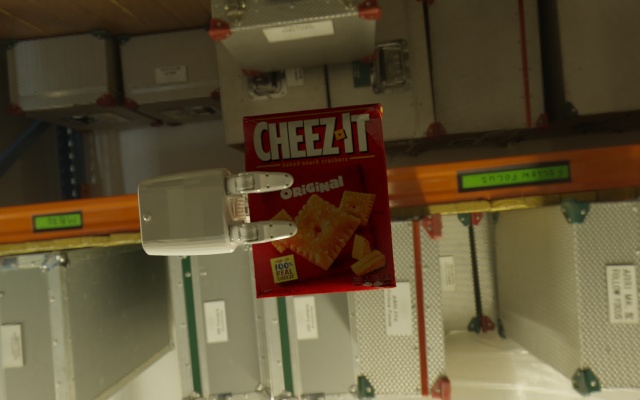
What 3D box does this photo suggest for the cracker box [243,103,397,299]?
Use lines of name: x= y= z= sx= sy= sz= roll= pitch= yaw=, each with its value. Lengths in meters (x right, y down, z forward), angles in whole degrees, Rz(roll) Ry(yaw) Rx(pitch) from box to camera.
cracker box: x=0.000 y=0.002 z=0.568 sx=0.164 sy=0.213 sz=0.072 roll=-5 pitch=-1 yaw=6
